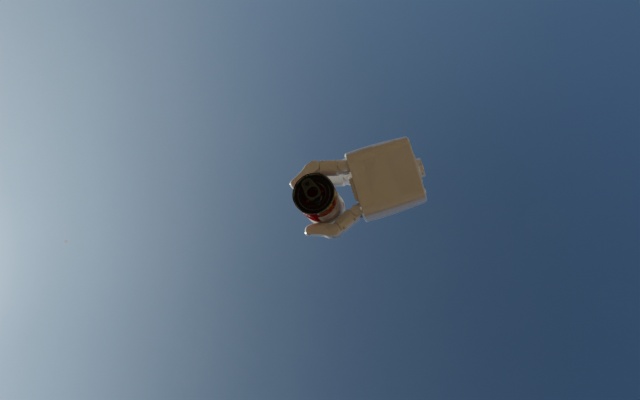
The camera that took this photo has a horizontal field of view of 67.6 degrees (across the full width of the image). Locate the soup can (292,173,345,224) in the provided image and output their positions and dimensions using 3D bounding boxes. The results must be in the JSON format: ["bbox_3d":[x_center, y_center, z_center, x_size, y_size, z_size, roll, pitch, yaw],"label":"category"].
[{"bbox_3d":[0.000,0.003,0.786,0.068,0.068,0.102,0,-16,14],"label":"soup can"}]
